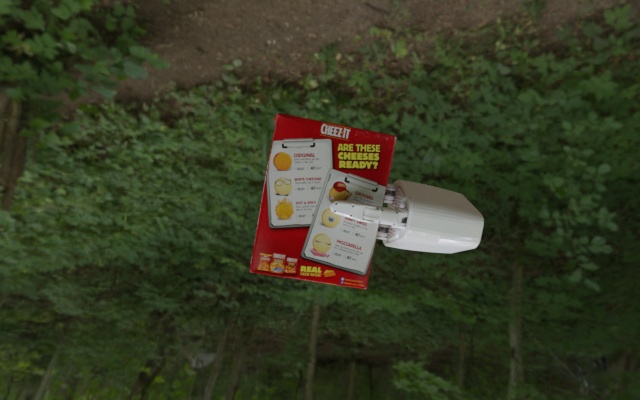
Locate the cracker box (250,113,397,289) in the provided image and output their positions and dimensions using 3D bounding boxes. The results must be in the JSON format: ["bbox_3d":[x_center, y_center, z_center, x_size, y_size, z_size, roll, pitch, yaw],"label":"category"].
[{"bbox_3d":[0.000,0.002,0.662,0.164,0.214,0.072,10,4,-9],"label":"cracker box"}]
